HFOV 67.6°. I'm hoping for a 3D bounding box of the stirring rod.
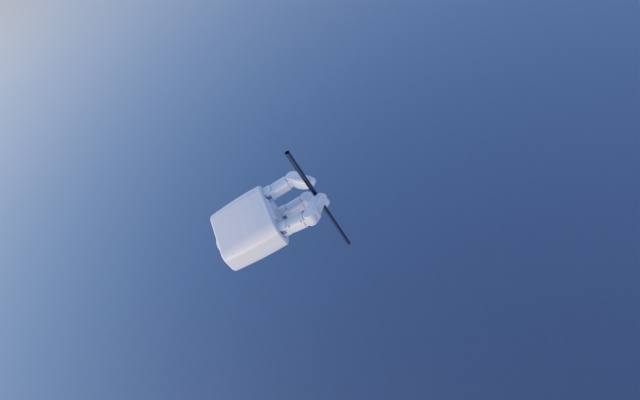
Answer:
[{"bbox_3d":[0.000,0.003,0.821,0.011,0.011,0.240,0,-40,35],"label":"stirring rod"}]
